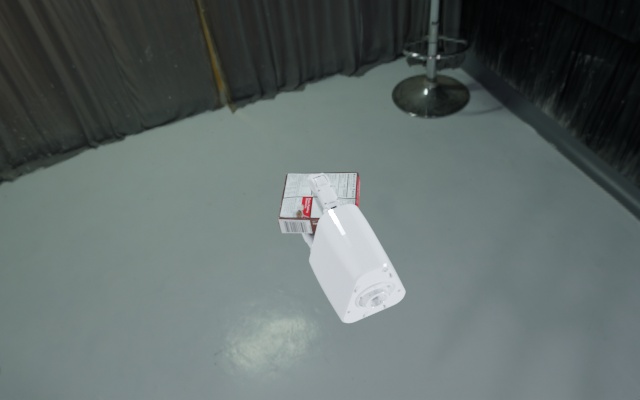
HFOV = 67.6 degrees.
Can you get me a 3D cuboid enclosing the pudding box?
[{"bbox_3d":[0.000,0.002,0.695,0.113,0.090,0.039,1,-40,7],"label":"pudding box"}]
